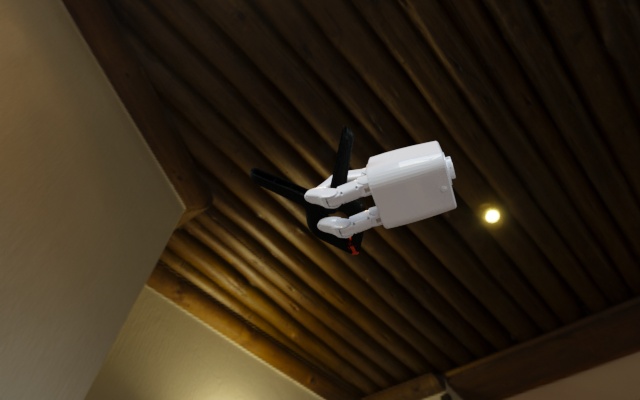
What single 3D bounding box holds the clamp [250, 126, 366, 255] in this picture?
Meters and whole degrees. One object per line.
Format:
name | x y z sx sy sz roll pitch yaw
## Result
clamp | 0.001 0.002 0.729 0.164 0.210 0.036 -16 30 13
